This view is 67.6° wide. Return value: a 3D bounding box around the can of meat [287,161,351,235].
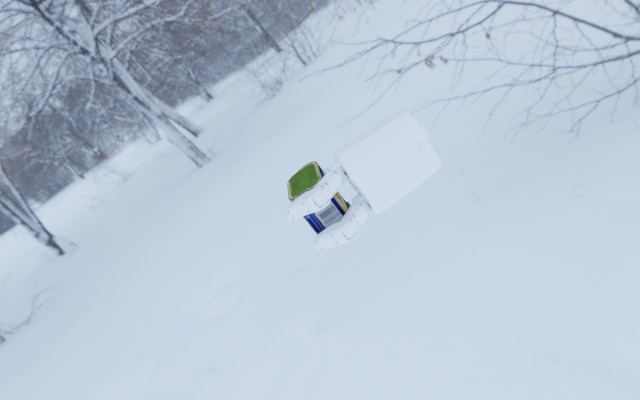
[{"bbox_3d":[0.000,0.002,0.647,0.057,0.084,0.102,-35,21,7],"label":"can of meat"}]
